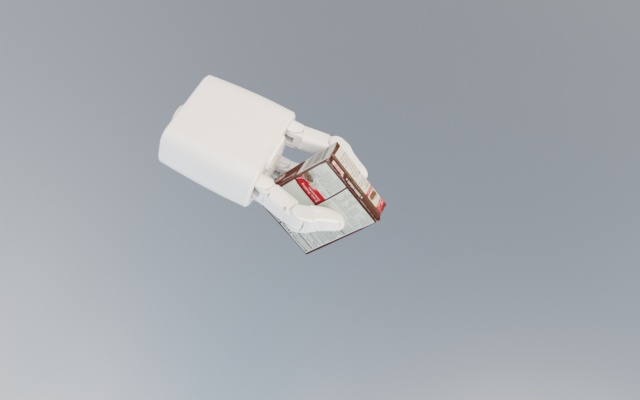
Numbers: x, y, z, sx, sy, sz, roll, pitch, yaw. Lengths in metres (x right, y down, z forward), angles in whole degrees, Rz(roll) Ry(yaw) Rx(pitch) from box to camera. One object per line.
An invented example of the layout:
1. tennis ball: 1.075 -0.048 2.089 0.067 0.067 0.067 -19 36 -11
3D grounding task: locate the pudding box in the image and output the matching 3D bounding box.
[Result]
1. pudding box: 0.000 0.002 0.523 0.113 0.090 0.039 -27 21 38
